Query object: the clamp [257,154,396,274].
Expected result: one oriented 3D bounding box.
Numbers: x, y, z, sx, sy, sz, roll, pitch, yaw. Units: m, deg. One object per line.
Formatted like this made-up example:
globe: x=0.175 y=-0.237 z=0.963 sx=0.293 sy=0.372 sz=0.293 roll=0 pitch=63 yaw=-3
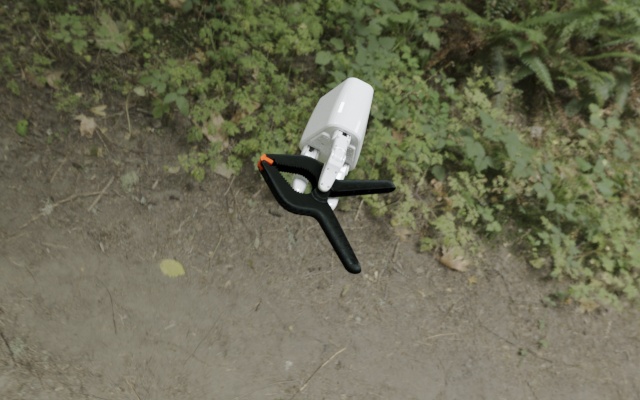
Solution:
clamp: x=0.000 y=0.002 z=0.693 sx=0.210 sy=0.164 sz=0.036 roll=24 pitch=-29 yaw=-9
